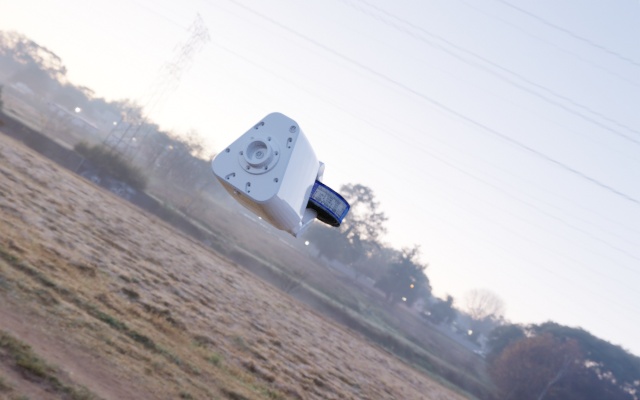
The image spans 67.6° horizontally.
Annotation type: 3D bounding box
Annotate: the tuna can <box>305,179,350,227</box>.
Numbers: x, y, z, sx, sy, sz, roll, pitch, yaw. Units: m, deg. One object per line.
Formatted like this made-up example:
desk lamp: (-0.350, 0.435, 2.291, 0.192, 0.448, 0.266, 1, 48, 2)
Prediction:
tuna can: (0.000, 0.002, 0.704, 0.086, 0.033, 0.086, 31, -13, 8)
